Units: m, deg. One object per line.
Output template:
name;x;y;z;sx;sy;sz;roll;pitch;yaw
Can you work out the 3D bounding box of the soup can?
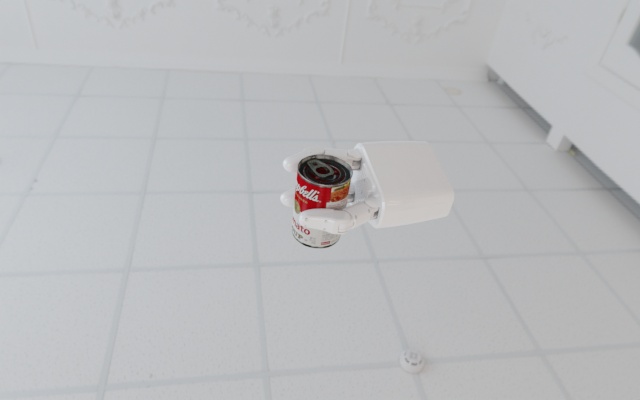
soup can;0.000;0.002;0.607;0.068;0.102;0.068;5;37;-4
